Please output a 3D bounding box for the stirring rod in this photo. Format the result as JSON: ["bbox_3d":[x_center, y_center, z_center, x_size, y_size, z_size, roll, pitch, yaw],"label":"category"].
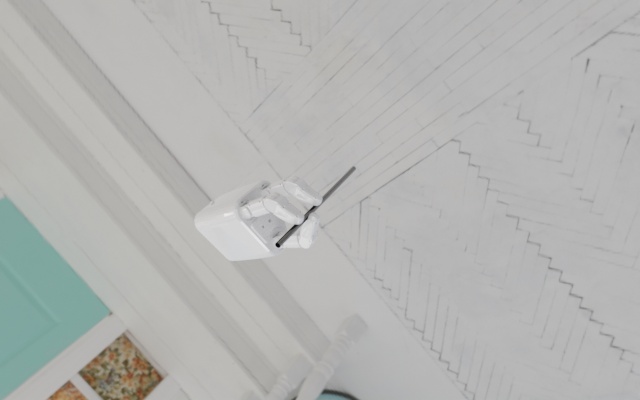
[{"bbox_3d":[0.000,0.002,0.714,0.011,0.011,0.239,0,28,32],"label":"stirring rod"}]
